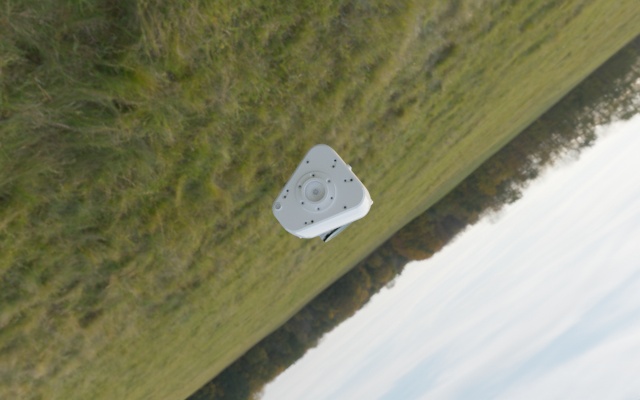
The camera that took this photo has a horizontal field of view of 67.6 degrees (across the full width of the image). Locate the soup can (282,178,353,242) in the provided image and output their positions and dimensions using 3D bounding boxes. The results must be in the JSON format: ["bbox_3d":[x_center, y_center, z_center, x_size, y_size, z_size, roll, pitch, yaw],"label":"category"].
[{"bbox_3d":[0.000,0.003,0.712,0.068,0.102,0.068,-38,-9,-7],"label":"soup can"}]
